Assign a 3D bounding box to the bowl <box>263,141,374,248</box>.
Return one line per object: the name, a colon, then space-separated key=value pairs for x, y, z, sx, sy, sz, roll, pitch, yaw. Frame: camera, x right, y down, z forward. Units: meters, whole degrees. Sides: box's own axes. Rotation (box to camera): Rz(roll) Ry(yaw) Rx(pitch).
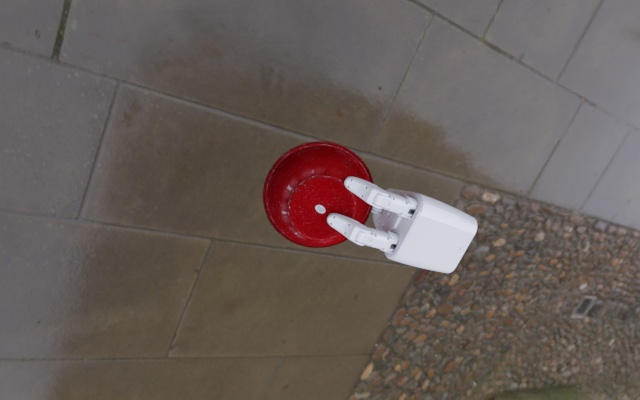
bowl: x=-0.001 y=0.002 z=0.661 sx=0.162 sy=0.162 sz=0.055 roll=0 pitch=19 yaw=-5
